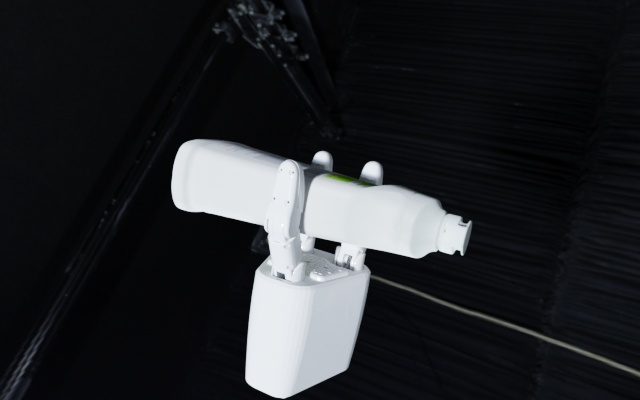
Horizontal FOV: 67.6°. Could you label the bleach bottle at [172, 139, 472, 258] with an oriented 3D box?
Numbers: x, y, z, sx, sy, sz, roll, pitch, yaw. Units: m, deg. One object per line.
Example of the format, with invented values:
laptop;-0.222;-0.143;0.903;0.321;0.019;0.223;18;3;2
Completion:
bleach bottle;0.000;0.001;0.416;0.251;0.068;0.102;15;13;24
